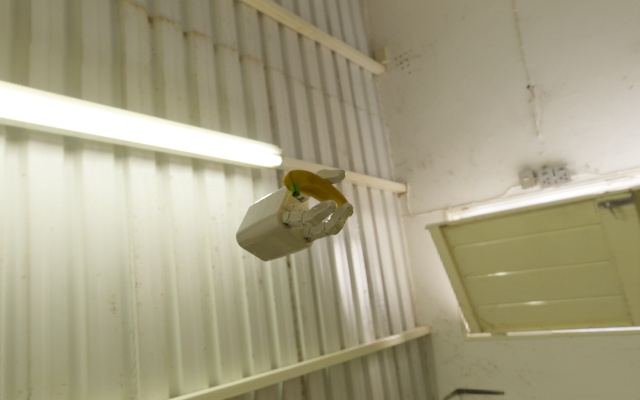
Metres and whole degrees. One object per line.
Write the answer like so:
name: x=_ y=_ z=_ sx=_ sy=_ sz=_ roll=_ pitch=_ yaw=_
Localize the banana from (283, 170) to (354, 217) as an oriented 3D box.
banana: x=-0.008 y=-0.014 z=0.797 sx=0.037 sy=0.069 sz=0.198 roll=-32 pitch=-24 yaw=22
